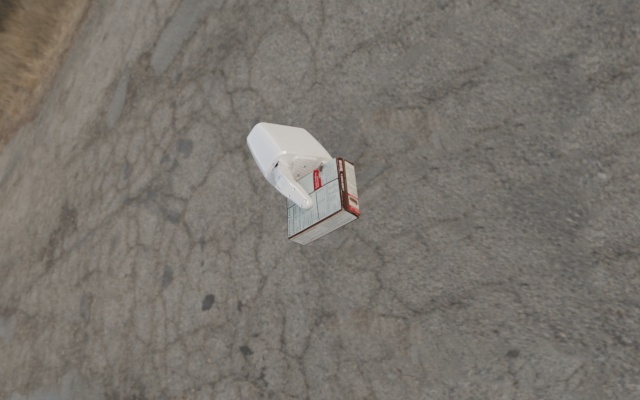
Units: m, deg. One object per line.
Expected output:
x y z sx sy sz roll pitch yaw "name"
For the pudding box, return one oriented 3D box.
0.000 0.002 0.679 0.039 0.090 0.113 22 -40 -39 "pudding box"
